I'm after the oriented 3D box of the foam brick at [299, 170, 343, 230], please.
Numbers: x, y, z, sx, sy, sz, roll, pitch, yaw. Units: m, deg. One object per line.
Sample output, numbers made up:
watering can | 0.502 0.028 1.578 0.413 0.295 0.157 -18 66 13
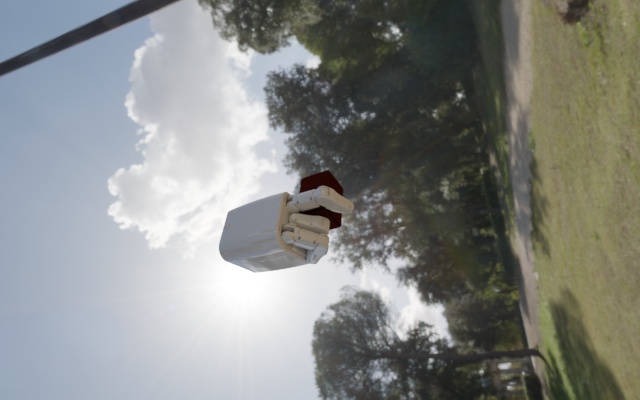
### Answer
foam brick | 0.000 0.002 0.734 0.051 0.078 0.053 -17 -45 24
